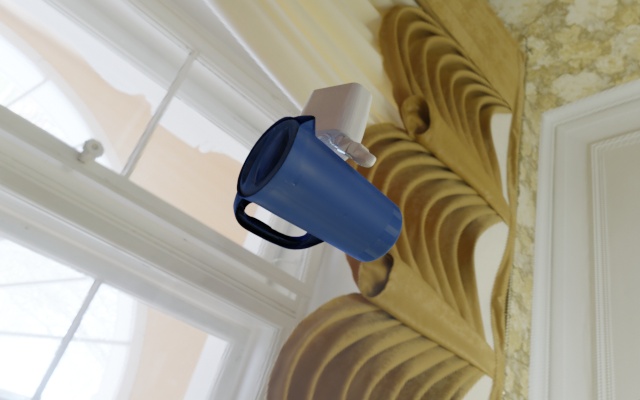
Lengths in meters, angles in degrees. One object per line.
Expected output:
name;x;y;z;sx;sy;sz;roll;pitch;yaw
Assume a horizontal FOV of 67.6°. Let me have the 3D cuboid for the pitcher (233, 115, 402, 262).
pitcher;0.000;0.002;0.713;0.243;0.145;0.149;34;-33;-29
